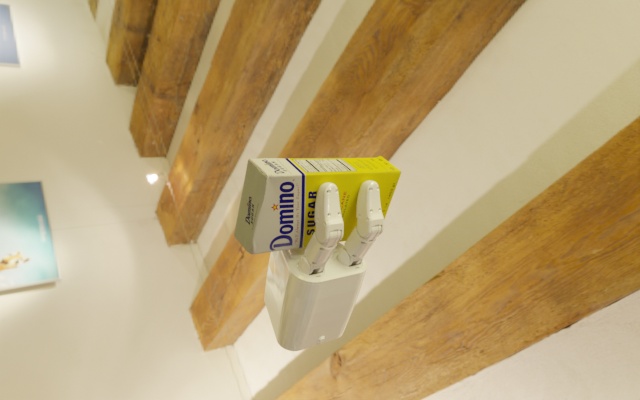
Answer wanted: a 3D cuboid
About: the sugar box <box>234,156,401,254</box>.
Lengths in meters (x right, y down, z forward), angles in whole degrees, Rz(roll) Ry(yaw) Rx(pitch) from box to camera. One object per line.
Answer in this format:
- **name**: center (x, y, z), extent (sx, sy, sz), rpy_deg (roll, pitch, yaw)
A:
- **sugar box**: center (0.000, 0.002, 0.519), extent (0.176, 0.093, 0.048), rpy_deg (-7, 33, -37)
